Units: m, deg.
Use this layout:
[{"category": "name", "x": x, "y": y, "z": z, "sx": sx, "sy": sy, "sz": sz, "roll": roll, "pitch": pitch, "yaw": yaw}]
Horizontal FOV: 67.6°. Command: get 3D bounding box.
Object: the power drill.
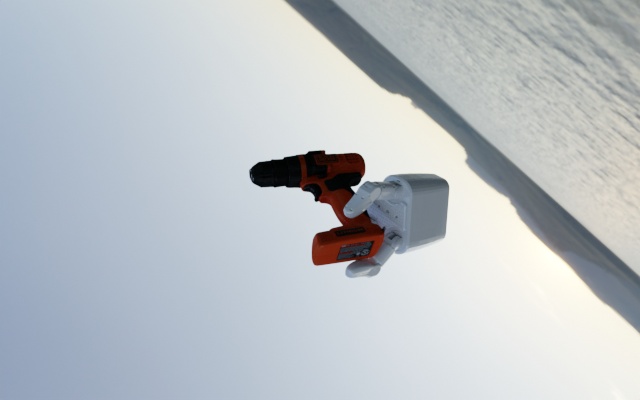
[{"category": "power drill", "x": 0.000, "y": 0.003, "z": 0.698, "sx": 0.184, "sy": 0.187, "sz": 0.057, "roll": -7, "pitch": -39, "yaw": -16}]
